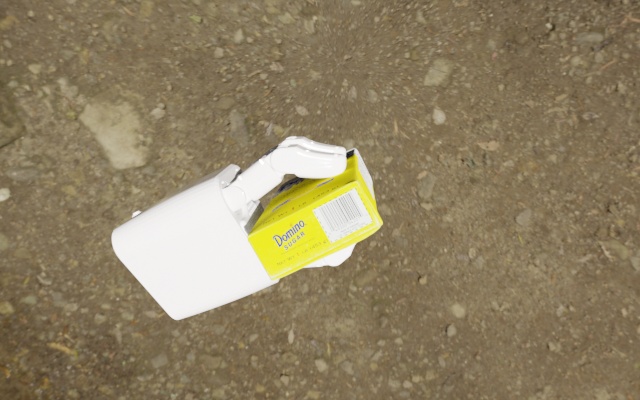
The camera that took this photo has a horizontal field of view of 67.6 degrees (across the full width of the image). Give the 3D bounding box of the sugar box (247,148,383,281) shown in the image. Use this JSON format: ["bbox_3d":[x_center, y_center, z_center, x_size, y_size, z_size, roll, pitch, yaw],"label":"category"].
[{"bbox_3d":[0.000,0.001,0.421,0.093,0.048,0.176,-26,13,9],"label":"sugar box"}]
